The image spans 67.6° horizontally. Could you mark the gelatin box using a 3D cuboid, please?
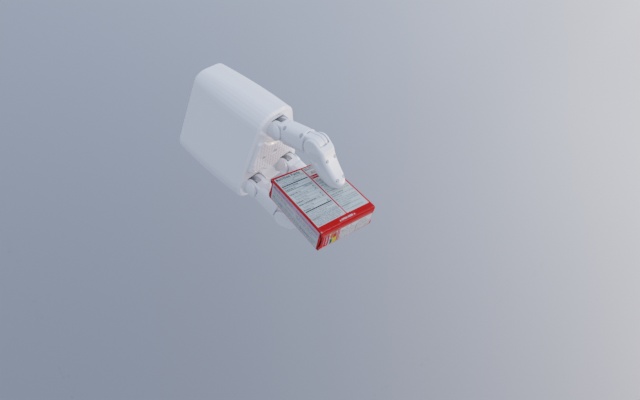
[{"bbox_3d":[0.000,0.002,0.501,0.073,0.030,0.089,-24,55,-32],"label":"gelatin box"}]
